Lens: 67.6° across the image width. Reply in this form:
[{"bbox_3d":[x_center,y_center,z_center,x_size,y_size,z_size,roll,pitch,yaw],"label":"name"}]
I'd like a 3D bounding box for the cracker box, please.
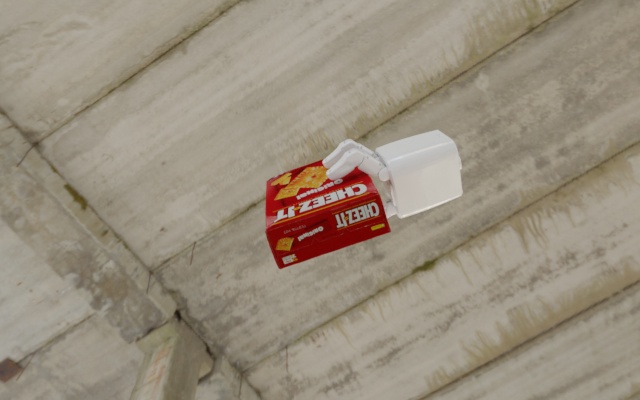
[{"bbox_3d":[0.000,0.002,0.735,0.164,0.072,0.213,-19,22,2],"label":"cracker box"}]
